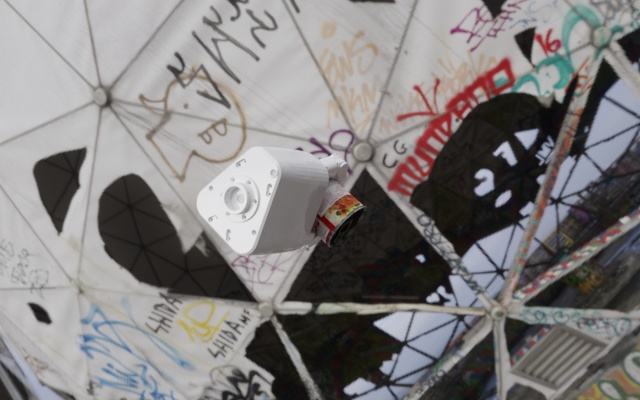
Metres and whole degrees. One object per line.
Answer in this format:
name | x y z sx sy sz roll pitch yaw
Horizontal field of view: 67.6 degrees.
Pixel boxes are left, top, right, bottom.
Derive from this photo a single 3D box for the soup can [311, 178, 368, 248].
soup can | 0.000 0.002 0.611 0.102 0.068 0.068 43 17 20
